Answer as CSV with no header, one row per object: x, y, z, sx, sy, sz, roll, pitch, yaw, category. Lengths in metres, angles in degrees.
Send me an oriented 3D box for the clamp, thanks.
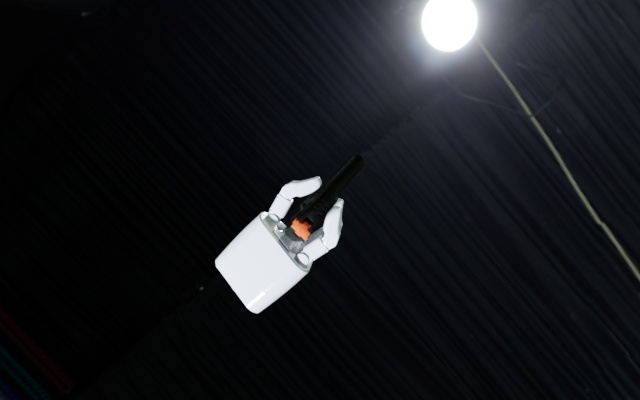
-0.001,0.002,0.699,0.036,0.164,0.210,44,12,-4,clamp
